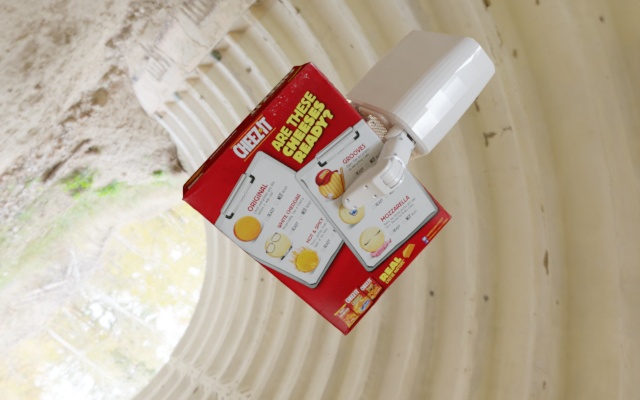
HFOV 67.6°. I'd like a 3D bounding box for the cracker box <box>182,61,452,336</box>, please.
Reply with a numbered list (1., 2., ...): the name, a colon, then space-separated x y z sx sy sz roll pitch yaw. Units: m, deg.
1. cracker box: 0.000 0.002 0.470 0.214 0.164 0.072 44 -3 -20
